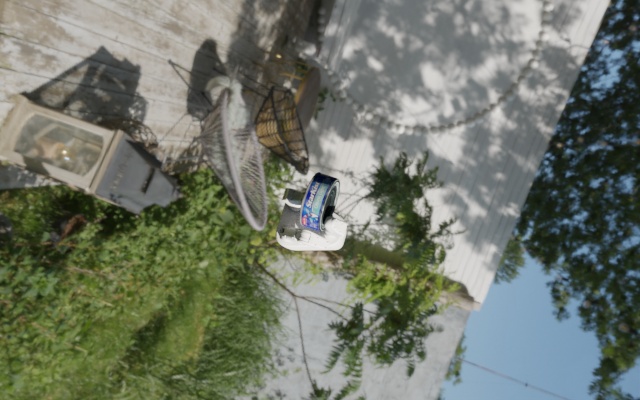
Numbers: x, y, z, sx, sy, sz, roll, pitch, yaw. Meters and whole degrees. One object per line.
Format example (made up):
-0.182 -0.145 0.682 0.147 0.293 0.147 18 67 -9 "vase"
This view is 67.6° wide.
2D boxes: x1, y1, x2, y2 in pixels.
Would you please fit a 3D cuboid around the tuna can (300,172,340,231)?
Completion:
0.001 0.003 0.724 0.034 0.086 0.086 18 4 13 "tuna can"
